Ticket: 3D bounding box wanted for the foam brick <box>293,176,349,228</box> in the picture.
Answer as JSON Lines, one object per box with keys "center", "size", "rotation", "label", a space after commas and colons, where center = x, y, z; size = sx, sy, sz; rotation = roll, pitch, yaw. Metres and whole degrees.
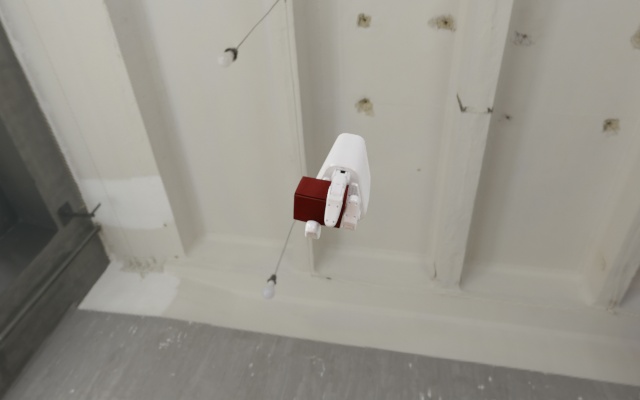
{"center": [0.000, 0.002, 0.751], "size": [0.078, 0.053, 0.051], "rotation": [11, 40, 5], "label": "foam brick"}
